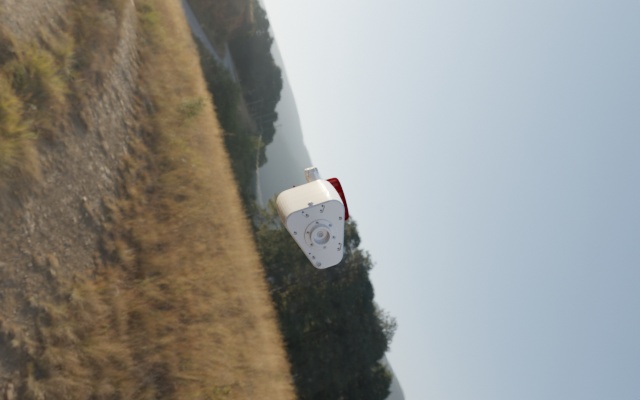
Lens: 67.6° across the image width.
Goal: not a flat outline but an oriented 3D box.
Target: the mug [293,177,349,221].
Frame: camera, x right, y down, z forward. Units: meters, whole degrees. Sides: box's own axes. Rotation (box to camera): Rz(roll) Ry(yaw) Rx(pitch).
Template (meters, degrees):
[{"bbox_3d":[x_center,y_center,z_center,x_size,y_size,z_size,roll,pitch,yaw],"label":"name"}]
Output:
[{"bbox_3d":[0.000,0.002,0.871,0.081,0.093,0.117,-16,21,-5],"label":"mug"}]
